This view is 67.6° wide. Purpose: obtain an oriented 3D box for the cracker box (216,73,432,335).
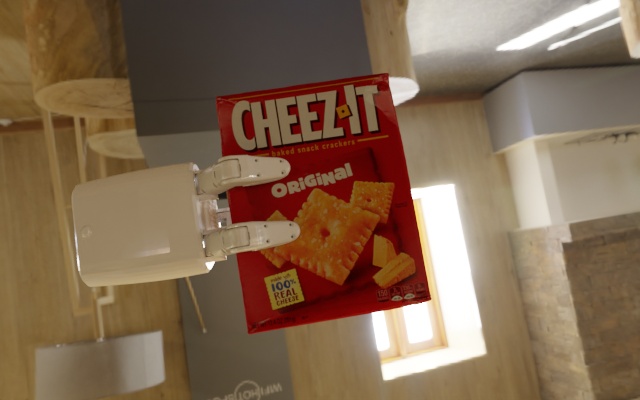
[{"bbox_3d":[0.000,0.002,0.445,0.164,0.213,0.072,-9,-7,-4],"label":"cracker box"}]
